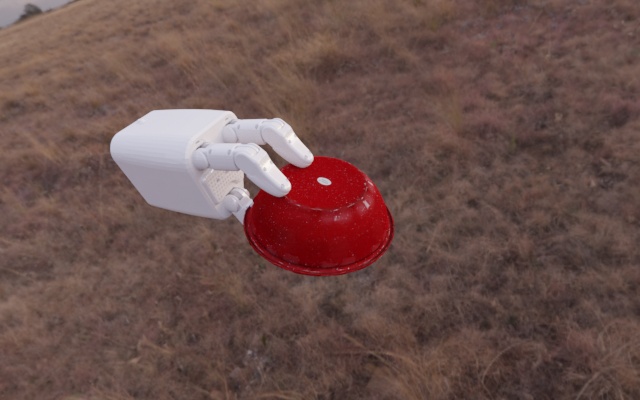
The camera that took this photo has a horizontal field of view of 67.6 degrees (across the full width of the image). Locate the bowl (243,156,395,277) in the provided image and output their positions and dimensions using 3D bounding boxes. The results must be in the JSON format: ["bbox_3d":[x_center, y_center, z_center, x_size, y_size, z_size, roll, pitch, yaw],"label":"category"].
[{"bbox_3d":[0.001,0.001,0.497,0.162,0.055,0.162,3,39,-2],"label":"bowl"}]
